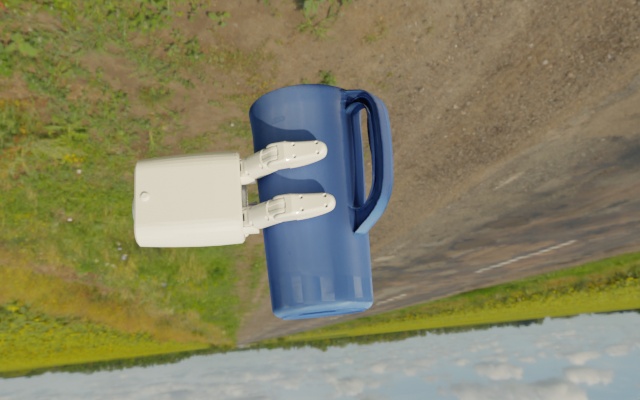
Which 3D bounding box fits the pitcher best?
[{"bbox_3d":[0.000,0.002,0.528,0.145,0.242,0.149,-4,-16,-7],"label":"pitcher"}]
